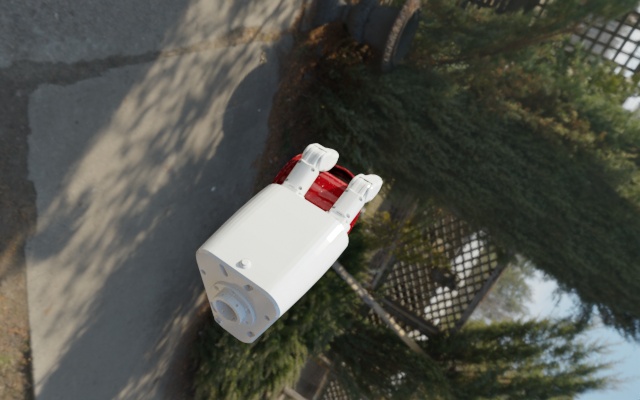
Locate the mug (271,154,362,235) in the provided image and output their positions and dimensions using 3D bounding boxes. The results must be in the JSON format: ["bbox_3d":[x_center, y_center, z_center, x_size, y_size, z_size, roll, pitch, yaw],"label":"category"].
[{"bbox_3d":[0.001,0.001,0.534,0.081,0.093,0.117,32,49,16],"label":"mug"}]
